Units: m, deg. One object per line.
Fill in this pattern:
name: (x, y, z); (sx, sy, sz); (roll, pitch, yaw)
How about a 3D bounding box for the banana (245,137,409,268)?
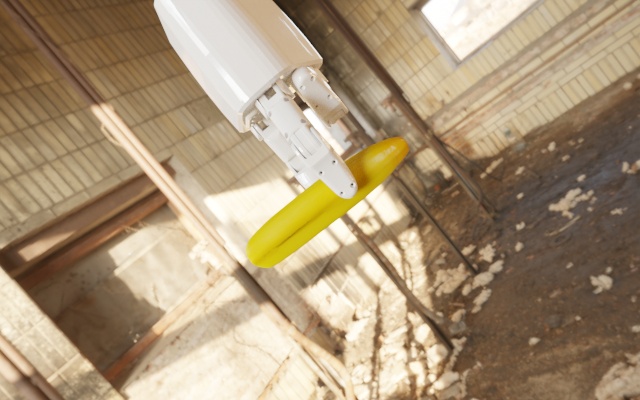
banana: (-0.009, 0.010, 0.412); (0.198, 0.037, 0.069); (-38, 3, 33)
